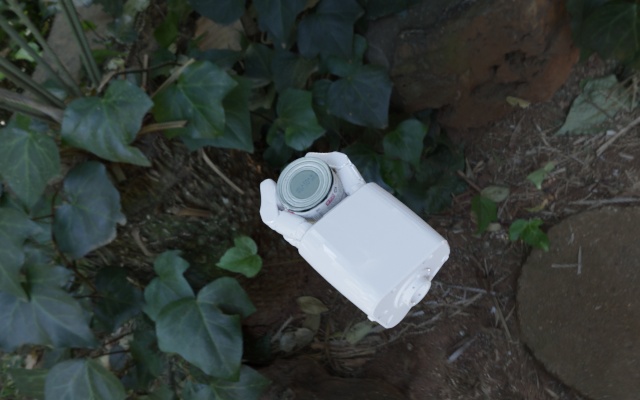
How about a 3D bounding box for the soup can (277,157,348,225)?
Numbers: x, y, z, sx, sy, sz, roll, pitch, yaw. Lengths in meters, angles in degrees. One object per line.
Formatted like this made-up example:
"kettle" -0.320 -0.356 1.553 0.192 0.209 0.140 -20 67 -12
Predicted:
"soup can" 0.000 0.001 0.555 0.068 0.068 0.102 0 -24 23
